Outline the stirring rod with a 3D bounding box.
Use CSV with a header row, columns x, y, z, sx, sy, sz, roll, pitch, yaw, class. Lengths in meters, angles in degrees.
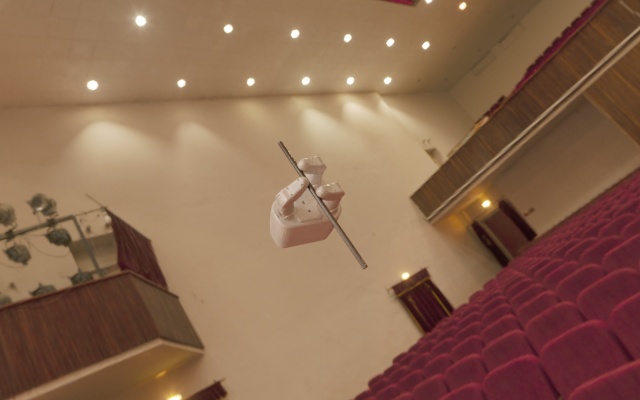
x,y,z,sx,sy,sz,roll,pitch,yaw,class
0.000,0.002,0.721,0.011,0.239,0.011,-31,-19,-11,stirring rod
